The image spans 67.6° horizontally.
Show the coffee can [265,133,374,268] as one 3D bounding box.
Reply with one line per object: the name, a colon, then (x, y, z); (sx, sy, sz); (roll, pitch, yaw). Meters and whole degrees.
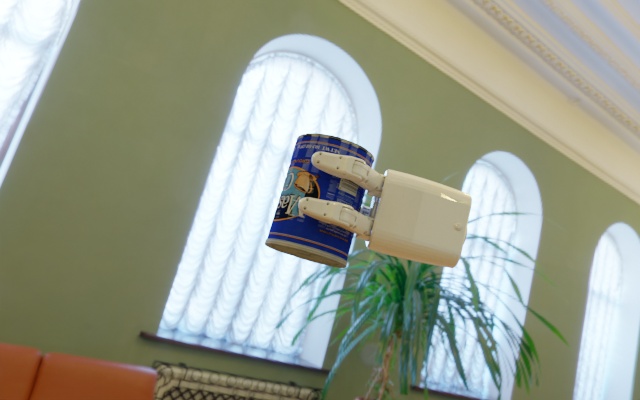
coffee can: (0.000, 0.002, 0.591); (0.103, 0.140, 0.103); (15, -12, 3)
